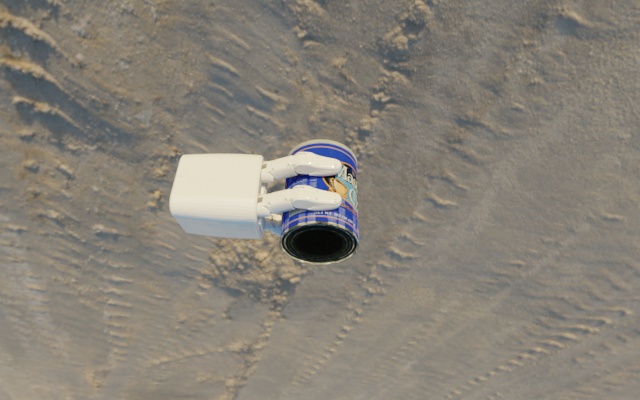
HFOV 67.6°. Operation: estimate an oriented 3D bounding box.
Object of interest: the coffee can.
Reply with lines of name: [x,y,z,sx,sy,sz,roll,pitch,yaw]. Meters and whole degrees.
coffee can: [0.000,0.002,0.651,0.103,0.140,0.103,1,-37,1]
